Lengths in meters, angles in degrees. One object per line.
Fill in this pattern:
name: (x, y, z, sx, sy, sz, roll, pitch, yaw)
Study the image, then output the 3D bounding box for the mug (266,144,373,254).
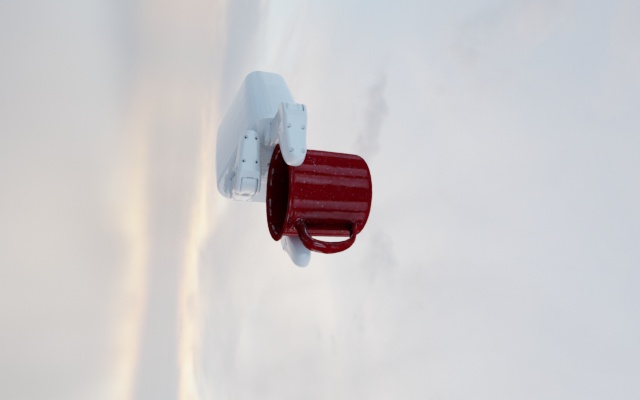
mug: (0.001, 0.002, 0.446, 0.081, 0.093, 0.117, 3, 41, -19)
